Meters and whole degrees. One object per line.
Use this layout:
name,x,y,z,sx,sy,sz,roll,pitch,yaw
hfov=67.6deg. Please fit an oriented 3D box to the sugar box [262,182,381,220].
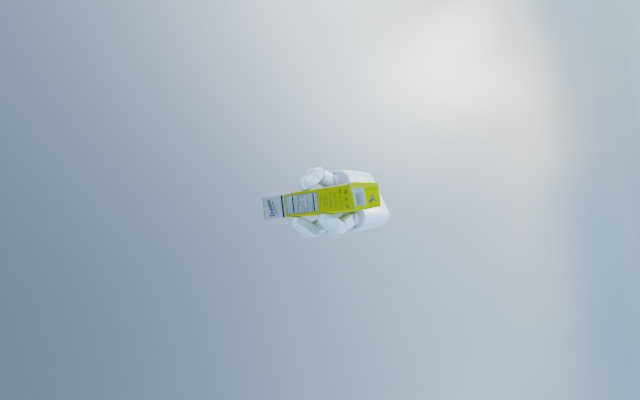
sugar box,0.000,0.003,0.794,0.176,0.048,0.093,-11,-4,34
